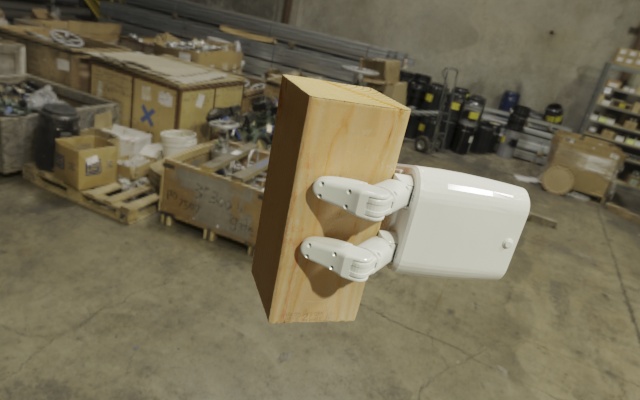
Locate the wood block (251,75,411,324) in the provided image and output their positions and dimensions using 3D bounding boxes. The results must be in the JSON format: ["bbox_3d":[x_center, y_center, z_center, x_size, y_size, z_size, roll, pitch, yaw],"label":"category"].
[{"bbox_3d":[0.000,0.001,0.441,0.090,0.206,0.090,3,23,-20],"label":"wood block"}]
